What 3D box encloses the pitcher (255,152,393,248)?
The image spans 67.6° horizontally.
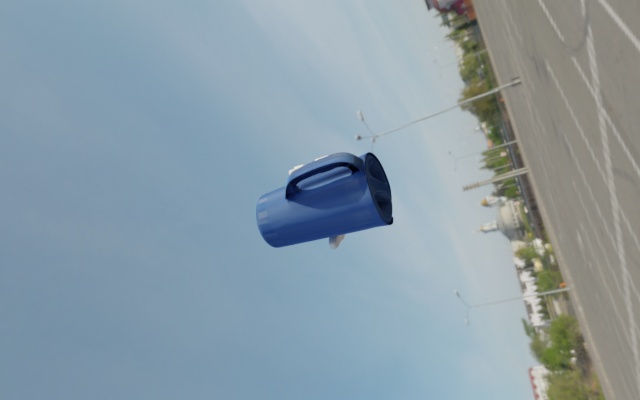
[{"bbox_3d":[0.000,0.003,0.872,0.243,0.149,0.145,-17,4,22],"label":"pitcher"}]
